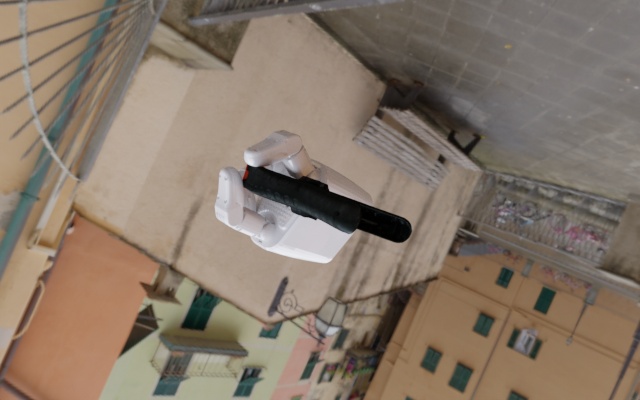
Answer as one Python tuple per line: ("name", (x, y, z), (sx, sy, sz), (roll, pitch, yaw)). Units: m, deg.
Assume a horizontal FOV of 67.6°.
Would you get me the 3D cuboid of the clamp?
("clamp", (0.000, 0.002, 0.444), (0.171, 0.039, 0.120), (24, -1, 41))
